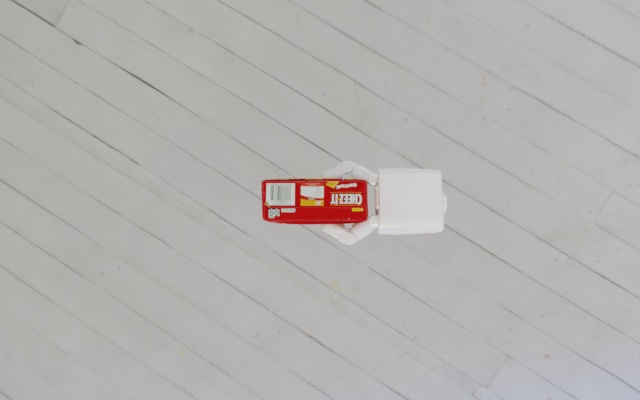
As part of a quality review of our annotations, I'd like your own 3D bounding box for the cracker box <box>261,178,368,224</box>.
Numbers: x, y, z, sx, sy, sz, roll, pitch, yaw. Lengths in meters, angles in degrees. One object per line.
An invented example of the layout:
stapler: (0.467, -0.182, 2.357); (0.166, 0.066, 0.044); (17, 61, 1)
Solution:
cracker box: (0.000, 0.003, 0.824); (0.164, 0.072, 0.214); (0, -1, 5)
